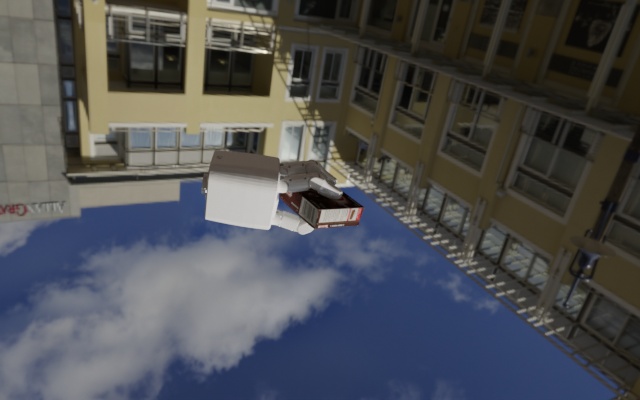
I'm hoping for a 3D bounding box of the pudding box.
[{"bbox_3d":[0.000,0.003,0.767,0.090,0.039,0.113,-3,30,-36],"label":"pudding box"}]
